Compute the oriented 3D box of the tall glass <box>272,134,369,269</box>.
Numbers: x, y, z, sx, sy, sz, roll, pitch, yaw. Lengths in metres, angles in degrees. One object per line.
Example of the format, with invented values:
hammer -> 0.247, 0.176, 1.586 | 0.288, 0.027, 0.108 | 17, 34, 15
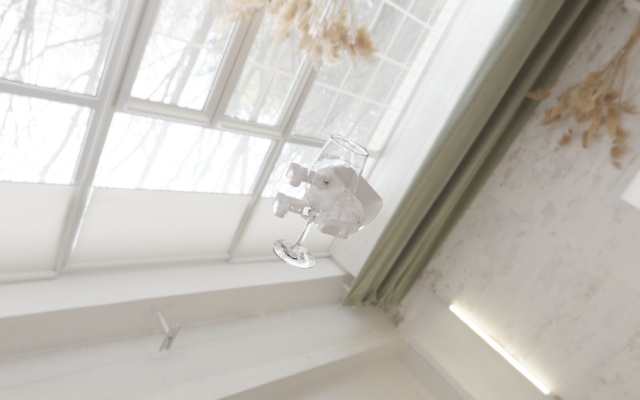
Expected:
tall glass -> 0.000, 0.003, 0.723 | 0.079, 0.201, 0.079 | 24, 21, -10
